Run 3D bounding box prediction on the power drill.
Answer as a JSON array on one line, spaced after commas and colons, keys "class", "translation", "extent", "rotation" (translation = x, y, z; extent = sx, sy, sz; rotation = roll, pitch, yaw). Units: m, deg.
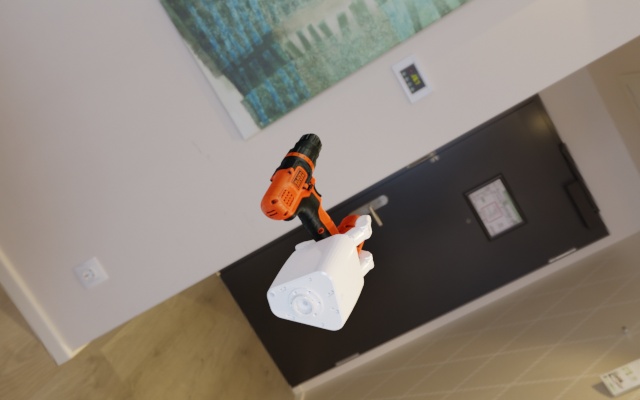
[{"class": "power drill", "translation": [0.000, 0.003, 0.772], "extent": [0.057, 0.184, 0.188], "rotation": [-22, -60, 42]}]
